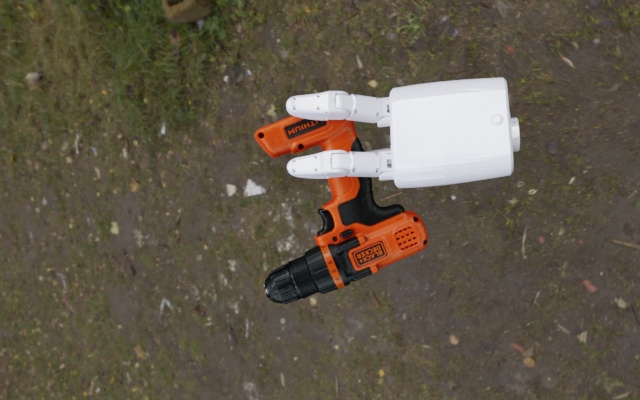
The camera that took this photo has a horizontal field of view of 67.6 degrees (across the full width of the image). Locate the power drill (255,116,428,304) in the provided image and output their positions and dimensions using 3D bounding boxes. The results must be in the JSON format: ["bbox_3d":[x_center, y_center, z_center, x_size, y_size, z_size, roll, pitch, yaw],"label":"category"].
[{"bbox_3d":[0.000,0.001,0.506,0.184,0.187,0.057,-23,6,-1],"label":"power drill"}]
